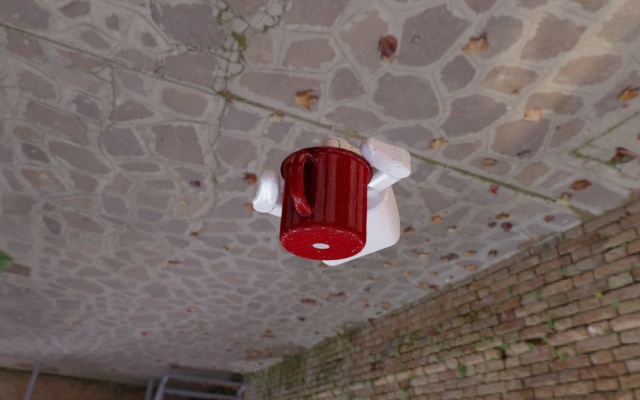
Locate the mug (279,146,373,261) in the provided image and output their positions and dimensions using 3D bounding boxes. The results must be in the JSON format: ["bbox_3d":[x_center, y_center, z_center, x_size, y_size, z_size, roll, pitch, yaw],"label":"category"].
[{"bbox_3d":[0.000,0.001,0.448,0.093,0.081,0.117,-7,-30,18],"label":"mug"}]
